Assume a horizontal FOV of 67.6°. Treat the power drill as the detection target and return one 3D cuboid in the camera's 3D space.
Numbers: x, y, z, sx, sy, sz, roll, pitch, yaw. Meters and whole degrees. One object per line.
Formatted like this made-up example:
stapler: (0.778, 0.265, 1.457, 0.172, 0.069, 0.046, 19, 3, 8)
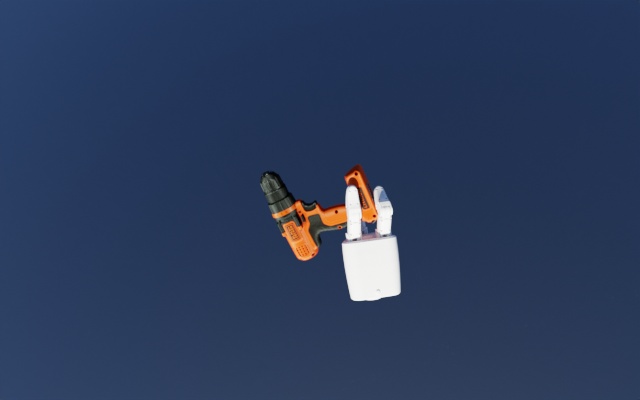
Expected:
power drill: (0.001, 0.003, 0.877, 0.187, 0.184, 0.057, -22, 17, 16)
